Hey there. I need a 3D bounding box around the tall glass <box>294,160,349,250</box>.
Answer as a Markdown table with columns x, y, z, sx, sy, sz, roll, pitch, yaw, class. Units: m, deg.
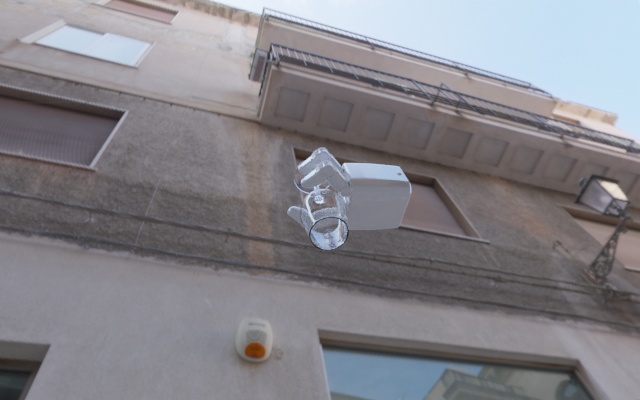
| x | y | z | sx | sy | sz | roll | pitch | yaw | class |
| --- | --- | --- | --- | --- | --- | --- | --- | --- | --- |
| 0.000 | 0.002 | 0.814 | 0.079 | 0.079 | 0.201 | 0 | 29 | -8 | tall glass |
